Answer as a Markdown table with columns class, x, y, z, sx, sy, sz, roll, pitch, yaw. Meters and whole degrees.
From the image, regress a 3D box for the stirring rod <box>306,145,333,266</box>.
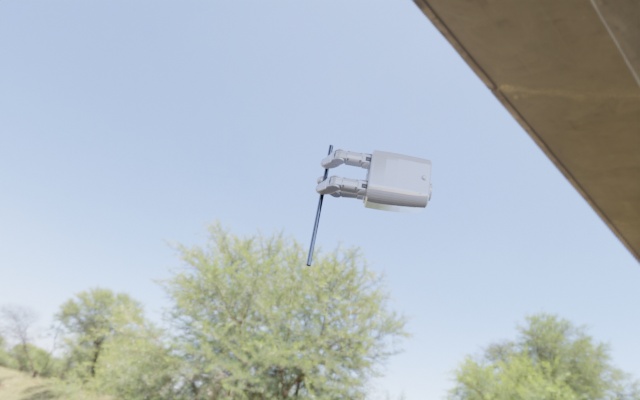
| class | x | y | z | sx | sy | sz | roll | pitch | yaw |
| --- | --- | --- | --- | --- | --- | --- | --- | --- | --- |
| stirring rod | 0.000 | 0.003 | 0.856 | 0.011 | 0.239 | 0.011 | 9 | -25 | 4 |
